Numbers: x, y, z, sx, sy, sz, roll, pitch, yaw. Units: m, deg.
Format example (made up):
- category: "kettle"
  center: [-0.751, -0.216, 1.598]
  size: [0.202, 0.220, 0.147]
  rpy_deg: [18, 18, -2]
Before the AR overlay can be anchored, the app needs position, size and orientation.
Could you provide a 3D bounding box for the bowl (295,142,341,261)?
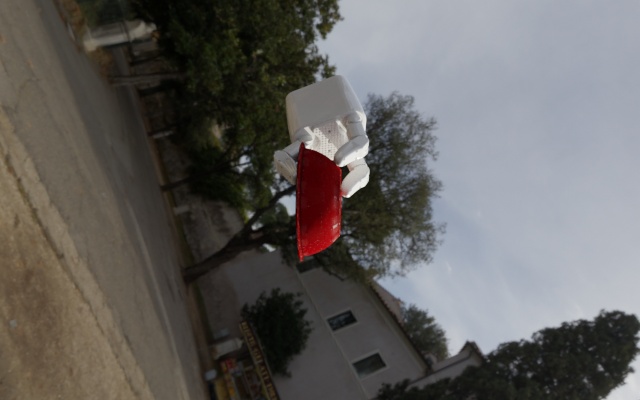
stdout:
- category: "bowl"
  center: [0.000, 0.003, 0.649]
  size: [0.055, 0.162, 0.162]
  rpy_deg: [1, 0, 3]
